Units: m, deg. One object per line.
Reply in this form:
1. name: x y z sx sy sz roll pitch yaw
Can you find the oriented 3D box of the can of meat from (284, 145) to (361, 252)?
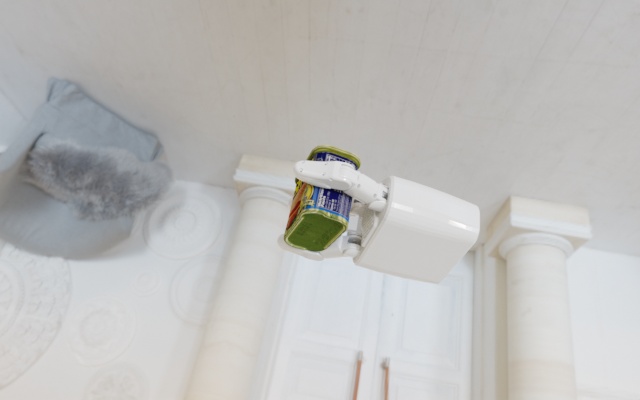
1. can of meat: 0.000 0.002 0.535 0.057 0.084 0.102 18 -30 -12
